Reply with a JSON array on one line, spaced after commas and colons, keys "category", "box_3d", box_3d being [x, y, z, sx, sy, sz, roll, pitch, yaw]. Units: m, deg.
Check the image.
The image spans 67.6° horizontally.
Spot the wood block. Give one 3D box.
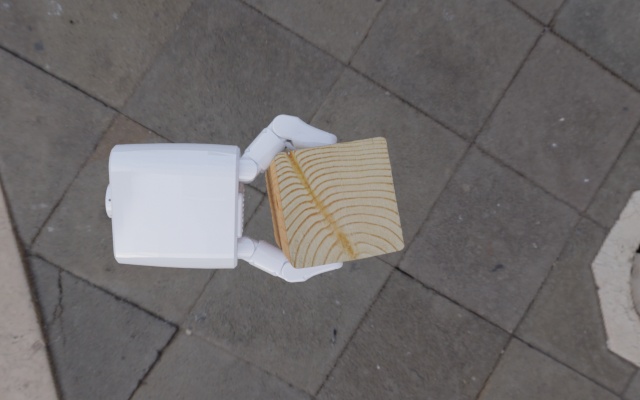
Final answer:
[{"category": "wood block", "box_3d": [0.000, 0.002, 0.461, 0.090, 0.091, 0.206, -10, 2, -8]}]
